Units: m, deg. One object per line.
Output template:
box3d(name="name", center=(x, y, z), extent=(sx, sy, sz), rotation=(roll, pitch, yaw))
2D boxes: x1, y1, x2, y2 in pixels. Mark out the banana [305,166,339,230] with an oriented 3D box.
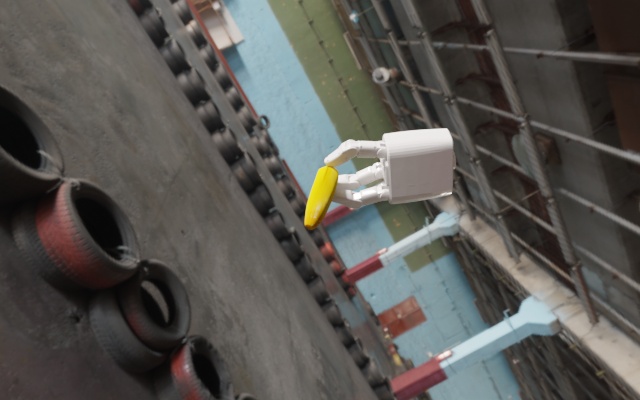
box3d(name="banana", center=(0.005, -0.016, 0.764), extent=(0.037, 0.070, 0.197), rotation=(15, 18, 0))
